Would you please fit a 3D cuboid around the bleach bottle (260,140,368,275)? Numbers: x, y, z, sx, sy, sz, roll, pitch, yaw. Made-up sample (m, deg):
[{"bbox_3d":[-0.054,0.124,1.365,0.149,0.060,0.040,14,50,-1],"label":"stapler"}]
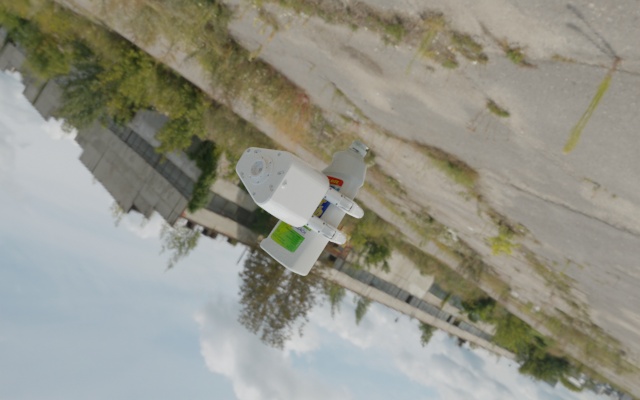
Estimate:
[{"bbox_3d":[0.000,0.003,0.849,0.102,0.251,0.068,32,0,37],"label":"bleach bottle"}]
